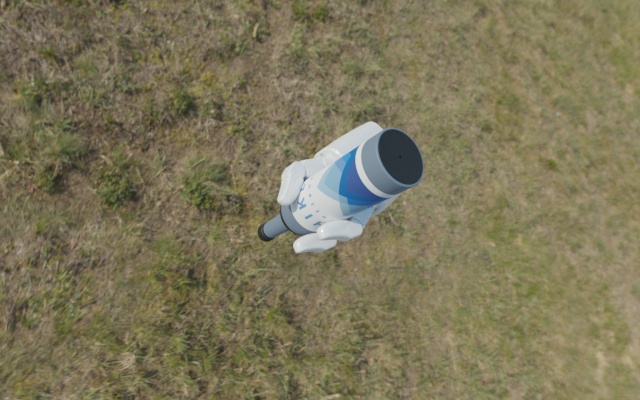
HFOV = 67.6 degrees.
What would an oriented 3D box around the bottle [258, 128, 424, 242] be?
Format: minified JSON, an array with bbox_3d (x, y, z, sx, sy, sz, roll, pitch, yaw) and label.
[{"bbox_3d":[0.000,0.002,0.601,0.069,0.069,0.296,0,-19,-36],"label":"bottle"}]
